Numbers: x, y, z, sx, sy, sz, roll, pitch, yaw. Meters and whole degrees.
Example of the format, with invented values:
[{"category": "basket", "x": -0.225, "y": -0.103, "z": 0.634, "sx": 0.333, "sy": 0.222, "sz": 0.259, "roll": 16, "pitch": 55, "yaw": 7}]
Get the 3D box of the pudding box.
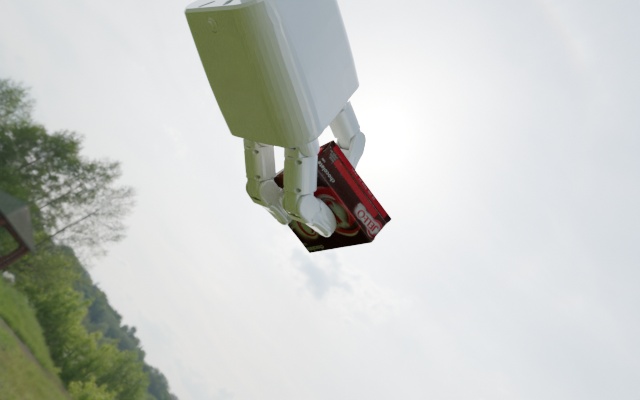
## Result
[{"category": "pudding box", "x": 0.000, "y": 0.001, "z": 0.448, "sx": 0.039, "sy": 0.090, "sz": 0.113, "roll": -42, "pitch": 12, "yaw": -28}]
